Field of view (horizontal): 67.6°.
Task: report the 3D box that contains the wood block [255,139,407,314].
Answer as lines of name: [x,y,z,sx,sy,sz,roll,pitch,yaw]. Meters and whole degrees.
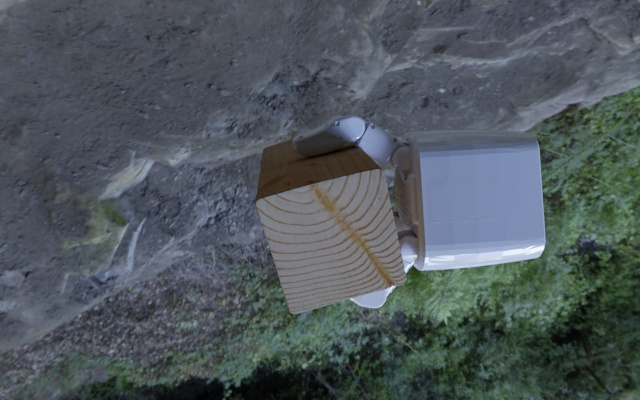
wood block: [0.000,0.001,0.425,0.090,0.091,0.206,-15,16,-1]
